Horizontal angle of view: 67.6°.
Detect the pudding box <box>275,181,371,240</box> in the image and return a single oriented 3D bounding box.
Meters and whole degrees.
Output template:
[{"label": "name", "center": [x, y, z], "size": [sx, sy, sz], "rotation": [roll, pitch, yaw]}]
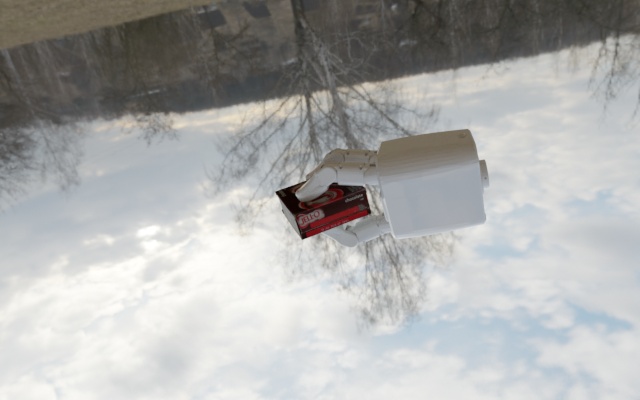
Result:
[{"label": "pudding box", "center": [0.000, 0.002, 0.590], "size": [0.090, 0.039, 0.113], "rotation": [-19, 17, -11]}]
